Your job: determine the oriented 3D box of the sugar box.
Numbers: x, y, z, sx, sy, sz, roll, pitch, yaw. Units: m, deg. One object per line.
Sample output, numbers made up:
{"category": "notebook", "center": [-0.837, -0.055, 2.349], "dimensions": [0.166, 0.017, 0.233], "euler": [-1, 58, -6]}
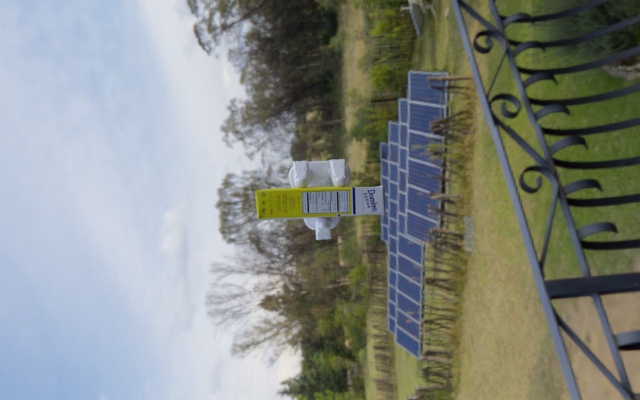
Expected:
{"category": "sugar box", "center": [0.000, 0.002, 0.689], "dimensions": [0.176, 0.048, 0.093], "euler": [-5, 1, 0]}
